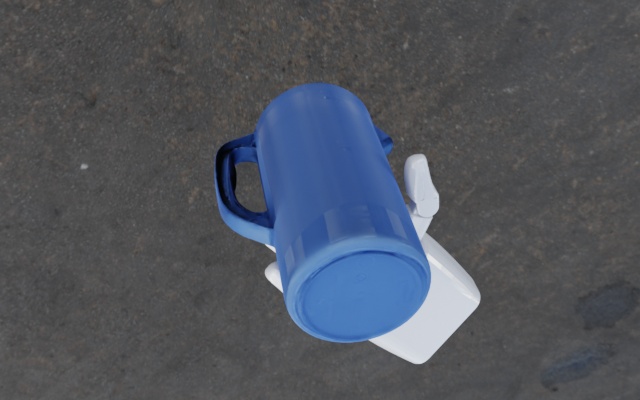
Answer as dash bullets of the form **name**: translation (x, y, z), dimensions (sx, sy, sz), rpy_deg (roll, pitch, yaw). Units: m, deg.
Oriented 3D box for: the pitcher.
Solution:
- **pitcher**: translation (0.000, 0.001, 0.431), dimensions (0.145, 0.149, 0.242), rpy_deg (40, 20, -31)
